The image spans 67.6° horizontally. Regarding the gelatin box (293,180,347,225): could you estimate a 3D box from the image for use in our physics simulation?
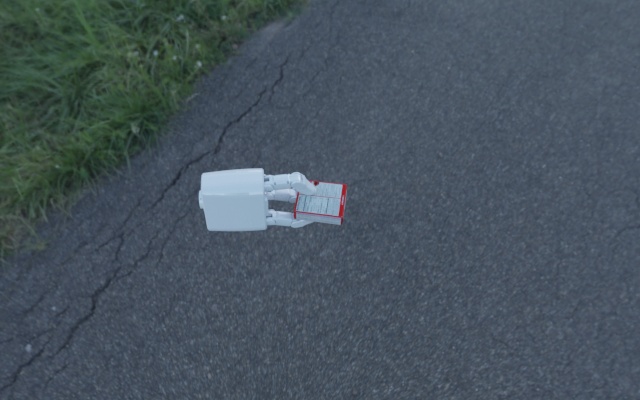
[{"bbox_3d":[0.000,0.003,0.863,0.089,0.073,0.030,6,-35,4],"label":"gelatin box"}]
